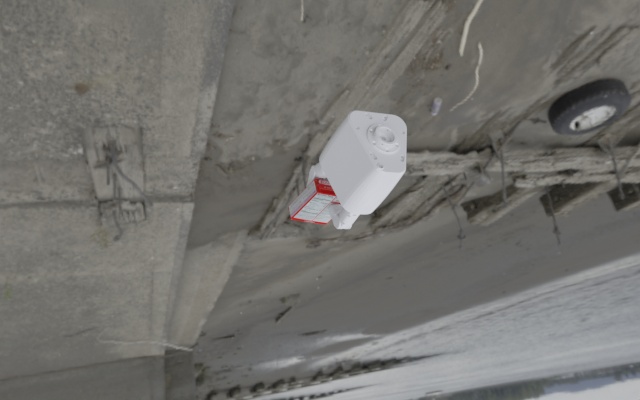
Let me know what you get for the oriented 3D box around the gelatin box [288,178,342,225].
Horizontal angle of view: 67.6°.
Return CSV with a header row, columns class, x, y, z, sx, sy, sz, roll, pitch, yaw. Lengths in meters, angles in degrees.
class,x,y,z,sx,sy,sz,roll,pitch,yaw
gelatin box,0.000,0.003,0.792,0.073,0.030,0.089,10,-39,-33
